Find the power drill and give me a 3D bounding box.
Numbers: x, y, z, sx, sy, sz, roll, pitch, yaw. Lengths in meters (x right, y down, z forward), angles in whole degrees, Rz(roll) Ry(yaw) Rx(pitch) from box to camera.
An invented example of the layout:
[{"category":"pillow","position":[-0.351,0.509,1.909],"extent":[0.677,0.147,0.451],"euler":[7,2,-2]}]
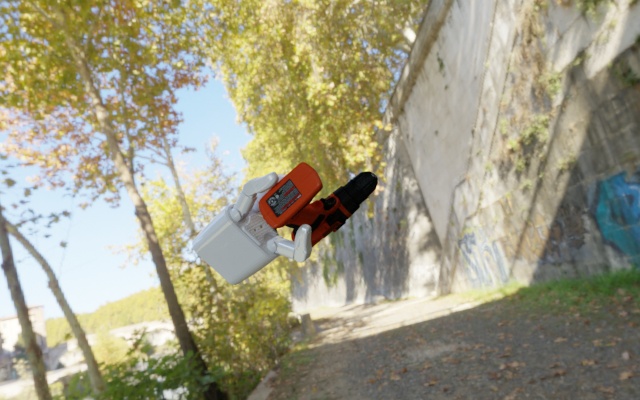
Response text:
[{"category":"power drill","position":[0.000,0.003,0.766],"extent":[0.184,0.057,0.188],"euler":[-43,-27,8]}]
